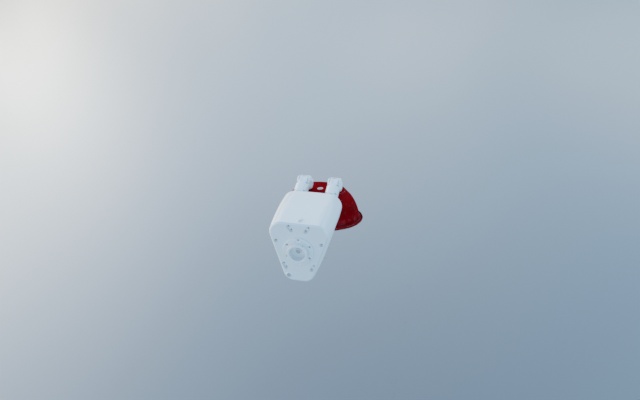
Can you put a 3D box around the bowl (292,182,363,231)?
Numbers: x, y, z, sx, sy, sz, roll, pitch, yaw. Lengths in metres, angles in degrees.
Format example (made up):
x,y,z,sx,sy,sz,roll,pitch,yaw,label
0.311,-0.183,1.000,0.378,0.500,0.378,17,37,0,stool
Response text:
x,y,z,sx,sy,sz,roll,pitch,yaw,label
0.000,0.002,0.895,0.162,0.055,0.162,2,18,-1,bowl
